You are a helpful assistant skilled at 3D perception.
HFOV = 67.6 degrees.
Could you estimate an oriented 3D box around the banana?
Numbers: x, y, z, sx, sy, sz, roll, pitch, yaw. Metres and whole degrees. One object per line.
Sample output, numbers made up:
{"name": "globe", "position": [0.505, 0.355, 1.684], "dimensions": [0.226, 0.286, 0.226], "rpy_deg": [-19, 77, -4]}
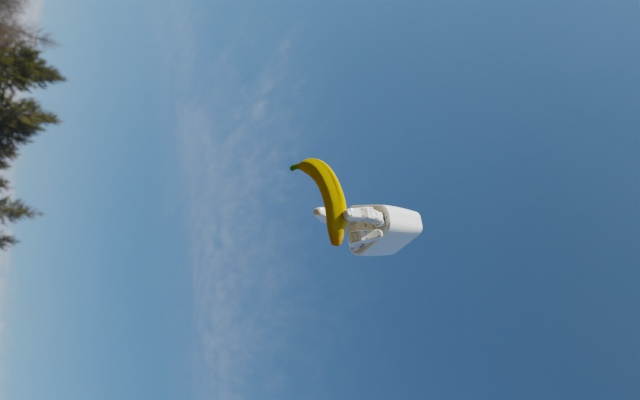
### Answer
{"name": "banana", "position": [0.009, -0.012, 0.852], "dimensions": [0.037, 0.197, 0.070], "rpy_deg": [7, -48, -41]}
